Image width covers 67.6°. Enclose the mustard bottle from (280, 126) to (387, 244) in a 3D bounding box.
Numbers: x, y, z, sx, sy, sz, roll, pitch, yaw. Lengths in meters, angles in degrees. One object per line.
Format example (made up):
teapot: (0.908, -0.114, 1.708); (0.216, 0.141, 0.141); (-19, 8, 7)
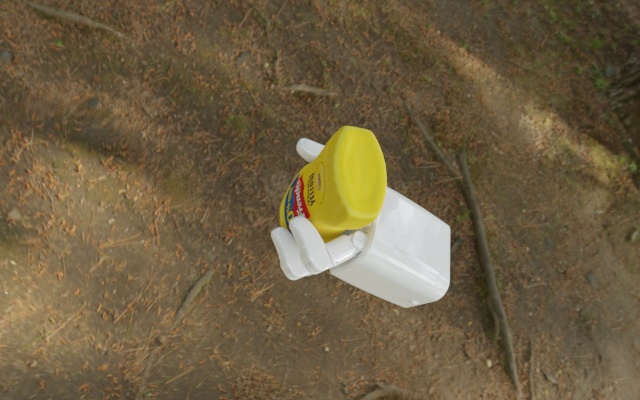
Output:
mustard bottle: (0.000, 0.002, 0.523); (0.058, 0.096, 0.192); (5, -21, -24)
